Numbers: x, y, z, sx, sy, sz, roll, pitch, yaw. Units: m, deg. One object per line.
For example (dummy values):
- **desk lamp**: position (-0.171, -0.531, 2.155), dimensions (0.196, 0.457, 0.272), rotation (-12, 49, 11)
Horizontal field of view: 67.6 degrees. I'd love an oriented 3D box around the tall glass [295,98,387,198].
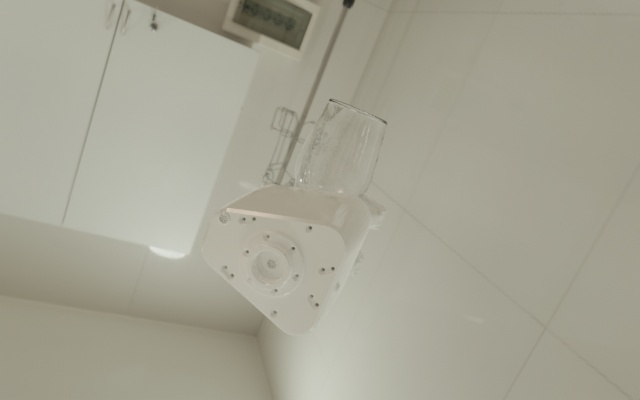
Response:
- **tall glass**: position (0.000, 0.002, 0.489), dimensions (0.079, 0.201, 0.079), rotation (21, 14, -5)
